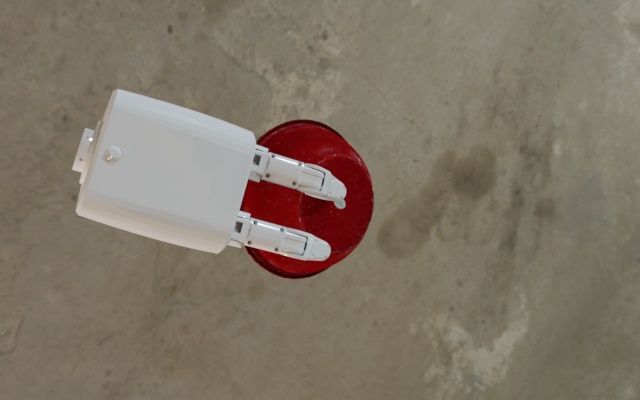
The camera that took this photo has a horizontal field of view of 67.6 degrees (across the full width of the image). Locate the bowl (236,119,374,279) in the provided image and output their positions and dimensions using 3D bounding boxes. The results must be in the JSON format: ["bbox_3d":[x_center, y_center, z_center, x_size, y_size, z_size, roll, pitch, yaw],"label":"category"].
[{"bbox_3d":[0.001,0.002,0.463,0.162,0.162,0.055,0,5,-38],"label":"bowl"}]
